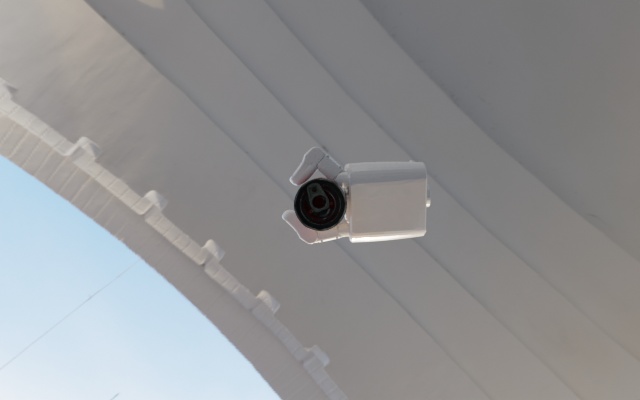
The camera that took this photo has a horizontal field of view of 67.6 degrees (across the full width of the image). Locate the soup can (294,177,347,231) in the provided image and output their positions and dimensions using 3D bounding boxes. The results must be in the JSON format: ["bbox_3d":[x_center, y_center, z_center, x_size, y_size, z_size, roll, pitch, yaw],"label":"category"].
[{"bbox_3d":[0.000,0.002,0.656,0.068,0.068,0.102,0,4,0],"label":"soup can"}]
